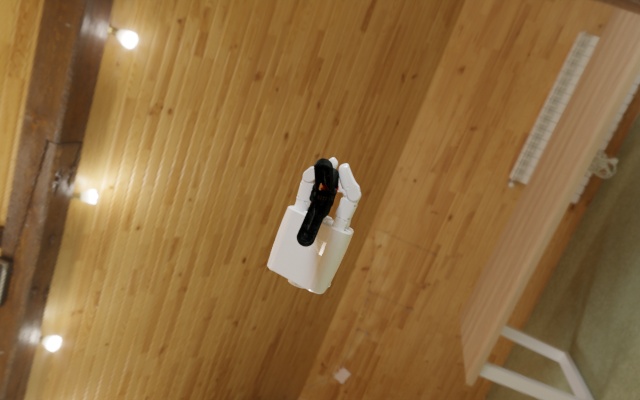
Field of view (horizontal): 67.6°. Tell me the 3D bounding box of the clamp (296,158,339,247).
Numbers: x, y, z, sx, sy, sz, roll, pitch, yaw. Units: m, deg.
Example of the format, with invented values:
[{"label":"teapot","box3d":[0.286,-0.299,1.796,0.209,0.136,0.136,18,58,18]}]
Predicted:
[{"label":"clamp","box3d":[0.000,0.002,0.694,0.039,0.120,0.171,22,4,8]}]
